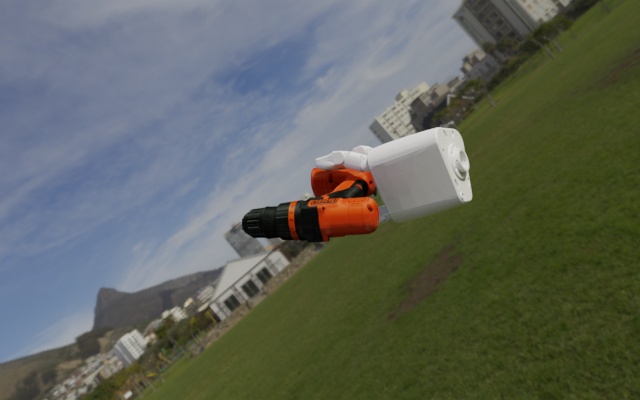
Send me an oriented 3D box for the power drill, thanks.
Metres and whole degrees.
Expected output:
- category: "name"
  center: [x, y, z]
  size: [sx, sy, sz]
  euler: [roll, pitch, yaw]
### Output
- category: "power drill"
  center: [0.000, 0.002, 0.681]
  size: [0.184, 0.057, 0.187]
  euler: [-3, 22, 16]
